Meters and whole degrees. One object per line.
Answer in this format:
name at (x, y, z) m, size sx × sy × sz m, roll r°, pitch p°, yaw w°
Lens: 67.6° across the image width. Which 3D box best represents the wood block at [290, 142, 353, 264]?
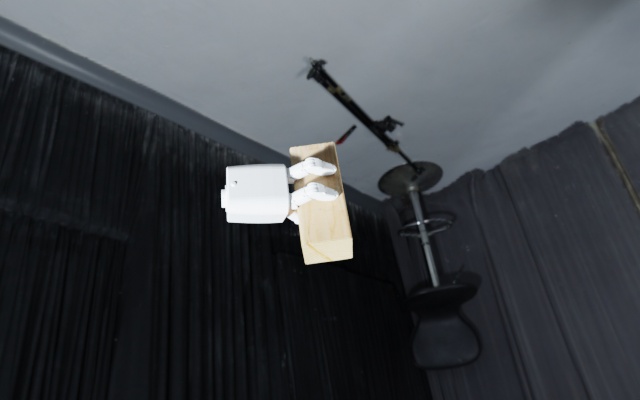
wood block at (0.000, 0.003, 0.896) m, size 0.090 × 0.206 × 0.091 m, roll -8°, pitch -29°, yaw -1°
